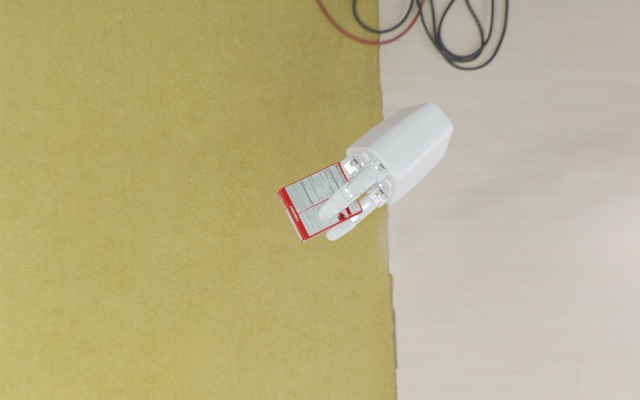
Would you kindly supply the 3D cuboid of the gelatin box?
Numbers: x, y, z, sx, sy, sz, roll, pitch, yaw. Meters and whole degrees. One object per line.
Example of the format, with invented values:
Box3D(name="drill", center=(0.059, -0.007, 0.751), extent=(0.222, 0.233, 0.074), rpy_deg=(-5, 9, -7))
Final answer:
Box3D(name="gelatin box", center=(0.000, 0.002, 0.613), extent=(0.089, 0.073, 0.030), rpy_deg=(-26, -5, -14))
